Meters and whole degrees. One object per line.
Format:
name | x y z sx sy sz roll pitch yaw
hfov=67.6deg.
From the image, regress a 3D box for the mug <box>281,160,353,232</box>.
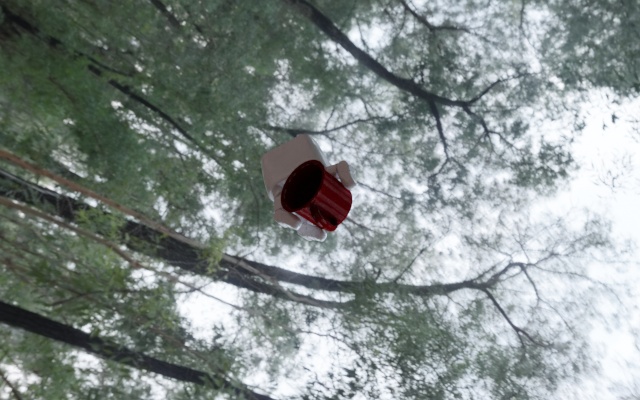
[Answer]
mug | 0.001 0.003 0.752 0.093 0.117 0.081 -41 -51 18
